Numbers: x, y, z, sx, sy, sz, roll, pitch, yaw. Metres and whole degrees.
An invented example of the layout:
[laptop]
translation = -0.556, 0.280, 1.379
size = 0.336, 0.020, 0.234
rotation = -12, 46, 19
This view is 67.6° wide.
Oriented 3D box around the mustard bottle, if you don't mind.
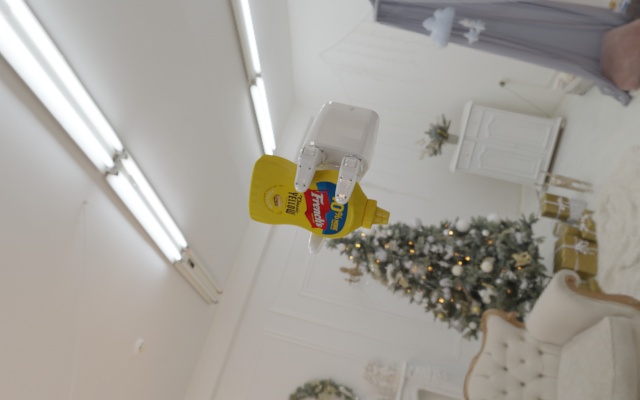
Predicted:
[mustard bottle]
translation = 0.000, 0.002, 0.656
size = 0.191, 0.096, 0.058
rotation = 13, 25, 7
